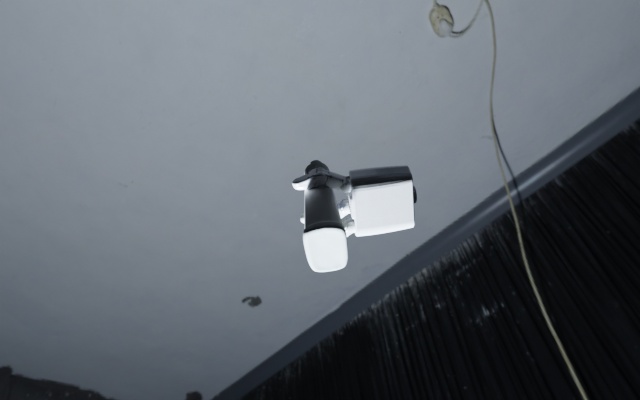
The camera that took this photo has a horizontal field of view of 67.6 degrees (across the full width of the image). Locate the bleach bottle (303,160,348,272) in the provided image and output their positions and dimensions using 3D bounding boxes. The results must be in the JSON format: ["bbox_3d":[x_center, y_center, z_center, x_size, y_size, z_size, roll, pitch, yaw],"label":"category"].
[{"bbox_3d":[0.000,0.003,0.839,0.068,0.103,0.250,-8,39,1],"label":"bleach bottle"}]
